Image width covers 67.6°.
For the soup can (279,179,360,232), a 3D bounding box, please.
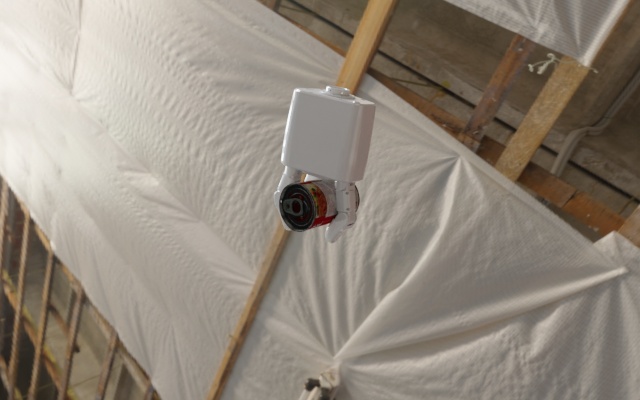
[{"bbox_3d":[0.000,0.003,0.684,0.068,0.068,0.102,0,8,42],"label":"soup can"}]
